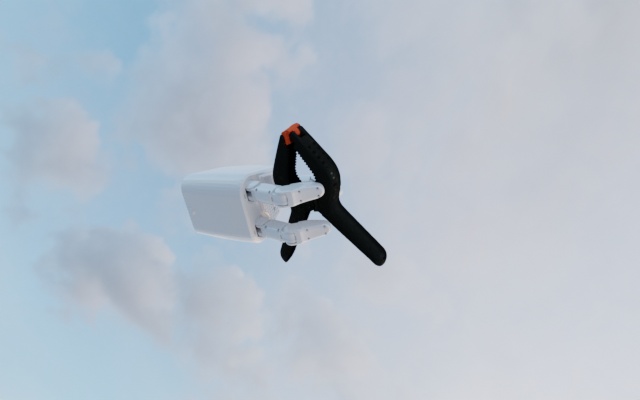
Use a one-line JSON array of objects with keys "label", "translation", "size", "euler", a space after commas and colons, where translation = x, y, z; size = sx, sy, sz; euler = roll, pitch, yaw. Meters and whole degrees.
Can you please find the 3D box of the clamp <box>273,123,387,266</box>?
[{"label": "clamp", "translation": [0.000, 0.001, 0.625], "size": [0.164, 0.210, 0.036], "euler": [4, 31, 27]}]
